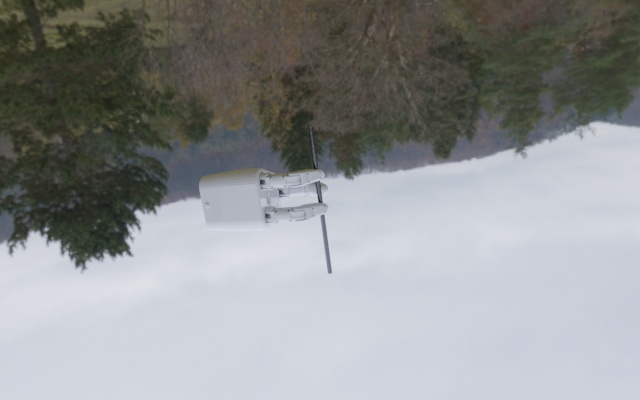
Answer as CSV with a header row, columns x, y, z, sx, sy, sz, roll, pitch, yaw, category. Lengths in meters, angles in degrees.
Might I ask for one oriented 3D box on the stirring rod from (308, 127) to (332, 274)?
x,y,z,sx,sy,sz,roll,pitch,yaw,category
0.000,0.002,0.767,0.011,0.239,0.011,-7,10,1,stirring rod
